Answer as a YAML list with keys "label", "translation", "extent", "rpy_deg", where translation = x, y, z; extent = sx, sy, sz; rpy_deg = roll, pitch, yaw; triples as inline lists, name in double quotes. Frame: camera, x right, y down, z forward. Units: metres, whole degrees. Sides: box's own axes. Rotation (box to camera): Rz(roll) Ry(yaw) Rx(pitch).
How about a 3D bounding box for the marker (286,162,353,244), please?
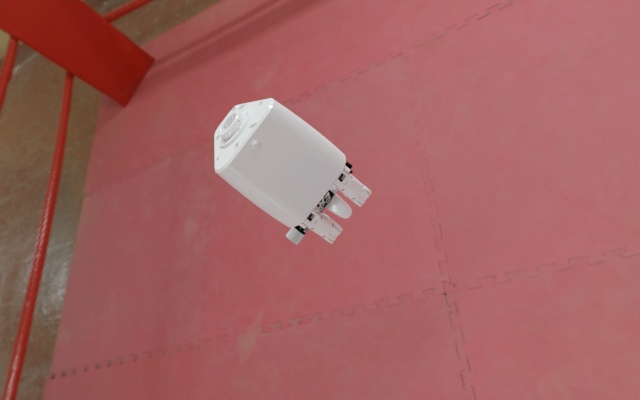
- label: "marker"
  translation: [0.000, 0.002, 0.598]
  extent: [0.020, 0.121, 0.020]
  rpy_deg: [37, 1, -1]
